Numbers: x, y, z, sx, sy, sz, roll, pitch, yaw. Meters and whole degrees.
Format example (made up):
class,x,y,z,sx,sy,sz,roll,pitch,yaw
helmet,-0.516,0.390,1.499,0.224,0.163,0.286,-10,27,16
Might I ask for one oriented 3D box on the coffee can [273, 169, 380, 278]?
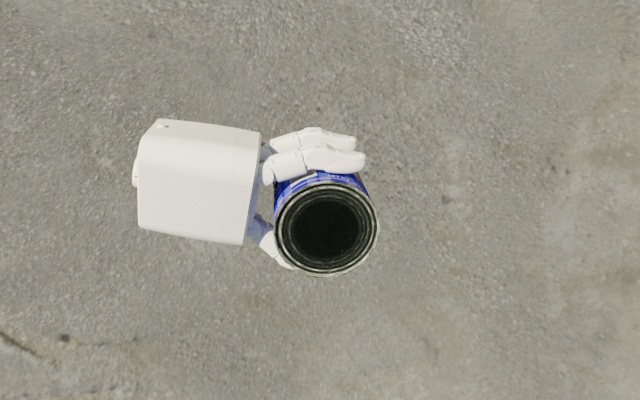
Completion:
class,x,y,z,sx,sy,sz,roll,pitch,yaw
coffee can,0.000,0.002,0.513,0.103,0.103,0.140,0,24,-6
